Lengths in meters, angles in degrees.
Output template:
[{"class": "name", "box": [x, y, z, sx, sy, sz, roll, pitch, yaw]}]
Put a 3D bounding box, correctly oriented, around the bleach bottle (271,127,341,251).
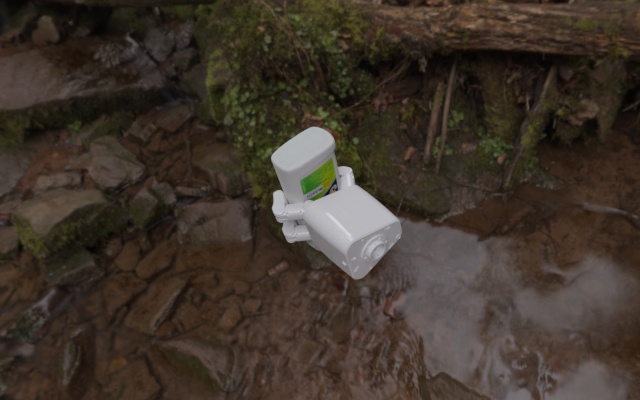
[{"class": "bleach bottle", "box": [0.000, 0.003, 0.813, 0.102, 0.251, 0.068, -36, 48, -15]}]
